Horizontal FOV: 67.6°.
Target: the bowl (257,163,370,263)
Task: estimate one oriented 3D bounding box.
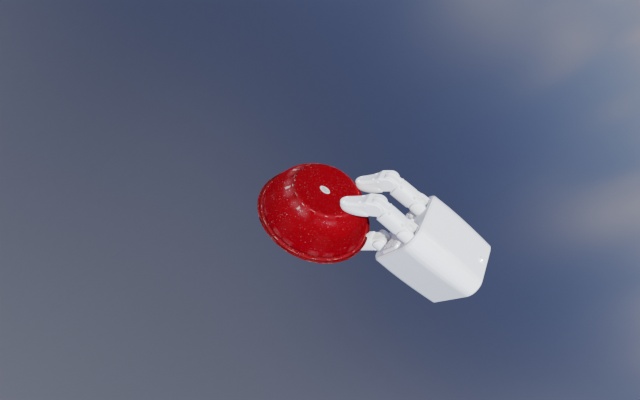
[{"bbox_3d":[-0.001,0.001,0.639,0.162,0.162,0.055,0,-39,-22],"label":"bowl"}]
